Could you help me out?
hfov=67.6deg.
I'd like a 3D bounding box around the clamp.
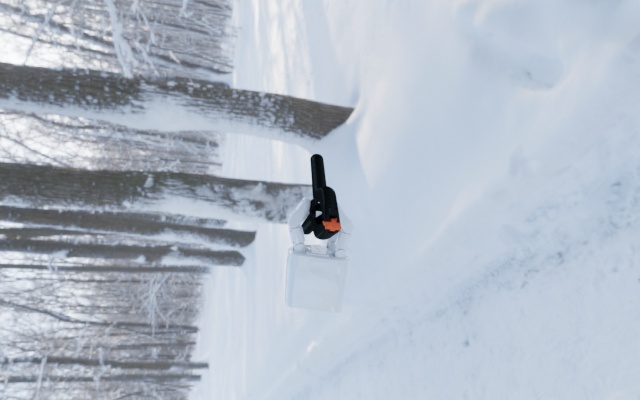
[{"bbox_3d":[-0.001,0.003,0.863,0.036,0.164,0.210,4,9,-13],"label":"clamp"}]
